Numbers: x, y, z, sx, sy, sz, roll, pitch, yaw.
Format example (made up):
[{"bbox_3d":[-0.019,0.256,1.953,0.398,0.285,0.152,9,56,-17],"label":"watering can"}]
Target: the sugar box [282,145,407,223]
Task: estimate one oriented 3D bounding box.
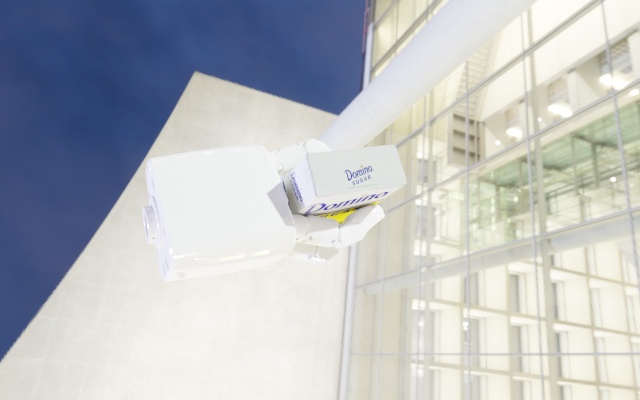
[{"bbox_3d":[0.000,0.002,0.483,0.093,0.048,0.176,-8,-13,-25],"label":"sugar box"}]
